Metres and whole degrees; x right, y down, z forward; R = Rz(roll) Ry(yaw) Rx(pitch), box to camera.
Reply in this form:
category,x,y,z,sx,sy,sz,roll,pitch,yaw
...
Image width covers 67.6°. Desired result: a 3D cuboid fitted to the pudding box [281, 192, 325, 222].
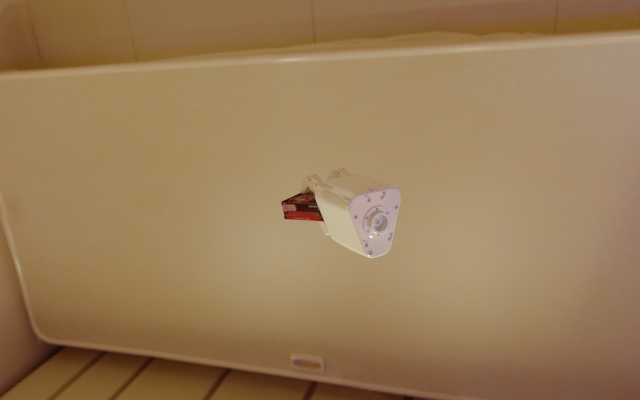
category,x,y,z,sx,sy,sz,roll,pitch,yaw
pudding box,0.000,0.003,0.846,0.090,0.039,0.113,3,17,36
